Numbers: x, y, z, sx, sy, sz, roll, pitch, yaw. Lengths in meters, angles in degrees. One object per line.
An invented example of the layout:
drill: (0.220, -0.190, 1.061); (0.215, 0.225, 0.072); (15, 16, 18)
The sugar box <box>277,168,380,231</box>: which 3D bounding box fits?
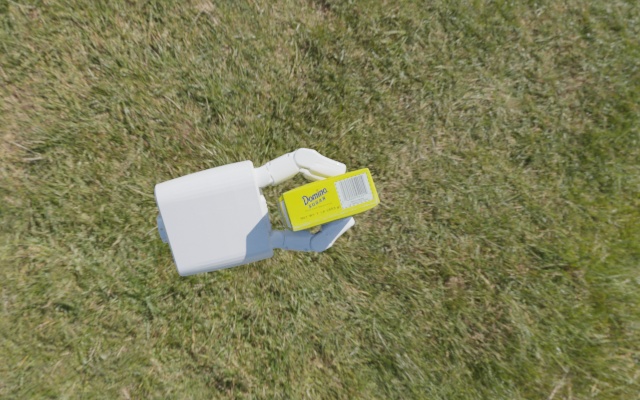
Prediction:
sugar box: (0.000, 0.001, 0.555); (0.093, 0.048, 0.176); (-16, 2, -8)
